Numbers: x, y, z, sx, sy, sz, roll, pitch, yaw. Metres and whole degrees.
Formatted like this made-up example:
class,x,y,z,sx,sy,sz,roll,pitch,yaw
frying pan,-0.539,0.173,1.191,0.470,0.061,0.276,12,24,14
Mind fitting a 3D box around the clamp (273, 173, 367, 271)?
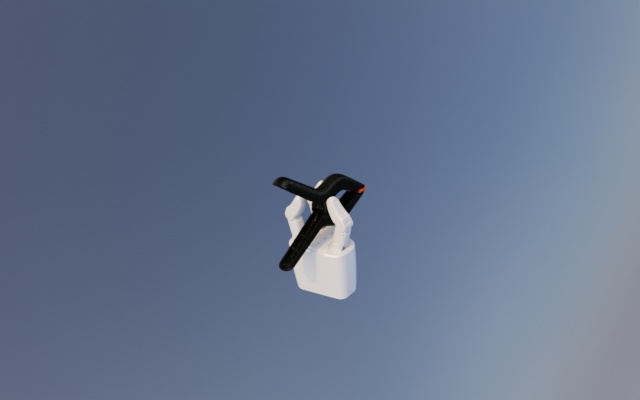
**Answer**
class,x,y,z,sx,sy,sz,roll,pitch,yaw
clamp,0.001,0.003,0.795,0.036,0.165,0.210,23,43,37
